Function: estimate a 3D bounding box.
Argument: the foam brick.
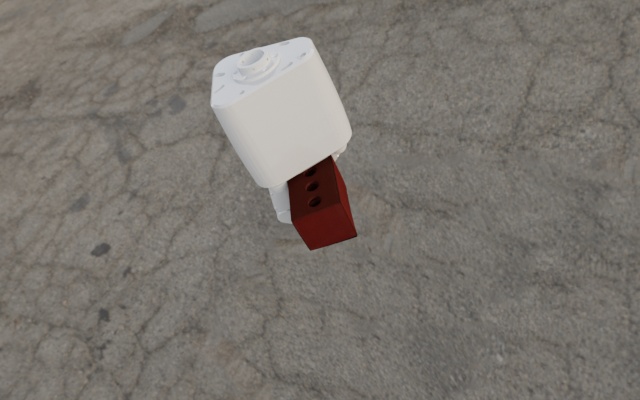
[{"bbox_3d":[0.000,0.002,0.488,0.053,0.078,0.051,-20,-46,9],"label":"foam brick"}]
